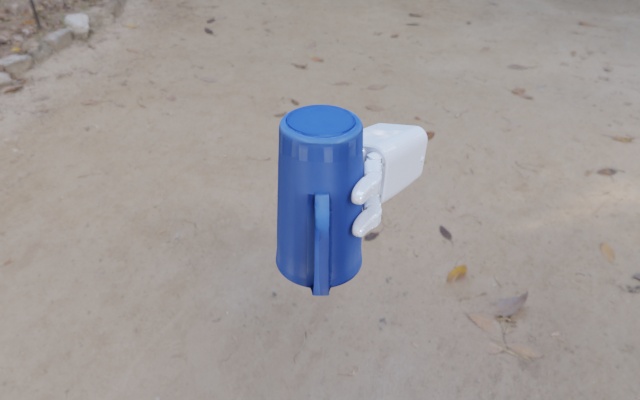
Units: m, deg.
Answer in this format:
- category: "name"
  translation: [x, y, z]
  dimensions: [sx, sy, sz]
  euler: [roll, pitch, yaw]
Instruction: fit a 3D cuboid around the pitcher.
- category: "pitcher"
  translation: [0.000, 0.002, 0.665]
  dimensions: [0.145, 0.243, 0.149]
  euler: [-30, 45, -36]
